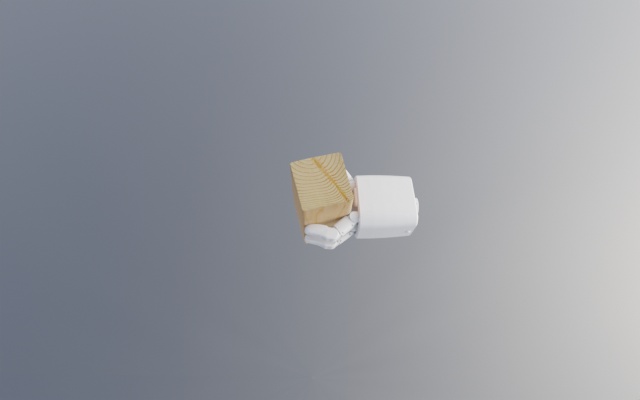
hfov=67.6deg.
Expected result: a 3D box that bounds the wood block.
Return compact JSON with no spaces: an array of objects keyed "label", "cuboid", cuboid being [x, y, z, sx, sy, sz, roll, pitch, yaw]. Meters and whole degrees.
[{"label":"wood block","cuboid":[0.000,0.002,0.880,0.090,0.090,0.206,-13,-20,-6]}]
